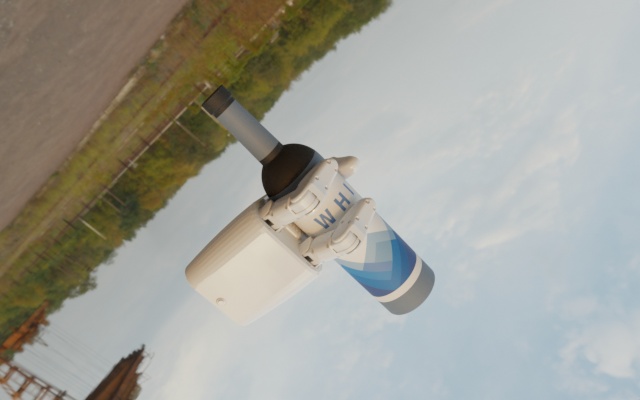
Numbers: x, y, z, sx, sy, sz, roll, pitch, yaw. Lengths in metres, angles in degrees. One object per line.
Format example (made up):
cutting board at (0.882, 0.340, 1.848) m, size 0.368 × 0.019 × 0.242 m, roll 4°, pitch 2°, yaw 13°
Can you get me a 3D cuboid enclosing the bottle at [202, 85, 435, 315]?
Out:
bottle at (0.000, 0.002, 0.482) m, size 0.296 × 0.069 × 0.069 m, roll 45°, pitch -17°, yaw -18°
